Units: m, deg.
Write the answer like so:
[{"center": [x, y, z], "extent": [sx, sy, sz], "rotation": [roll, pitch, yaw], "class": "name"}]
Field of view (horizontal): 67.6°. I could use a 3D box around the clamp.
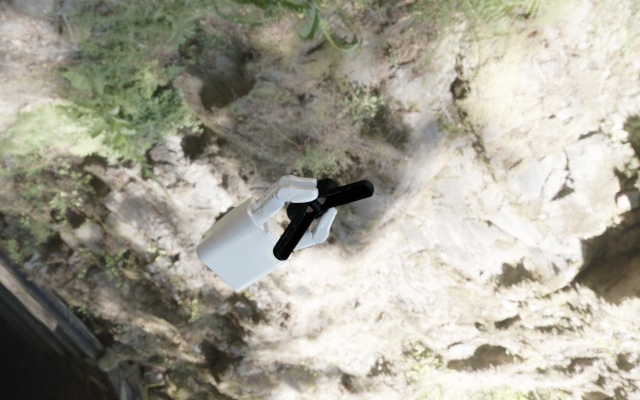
[{"center": [0.000, 0.003, 0.728], "extent": [0.164, 0.036, 0.210], "rotation": [-34, 16, 8], "class": "clamp"}]
